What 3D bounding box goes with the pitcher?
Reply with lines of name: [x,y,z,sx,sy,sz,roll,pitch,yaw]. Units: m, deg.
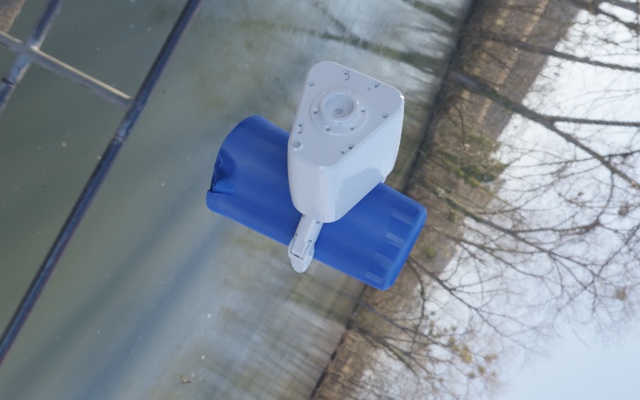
pitcher: [0.000,0.002,0.580,0.243,0.149,0.145,27,-24,13]
